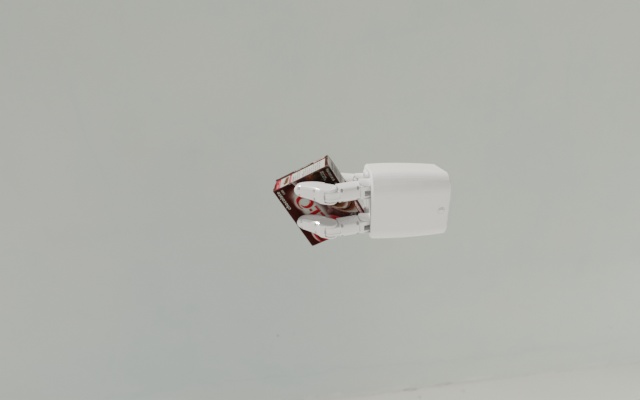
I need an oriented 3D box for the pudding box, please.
[{"bbox_3d":[0.000,0.002,0.684,0.090,0.113,0.039,-25,26,17],"label":"pudding box"}]
